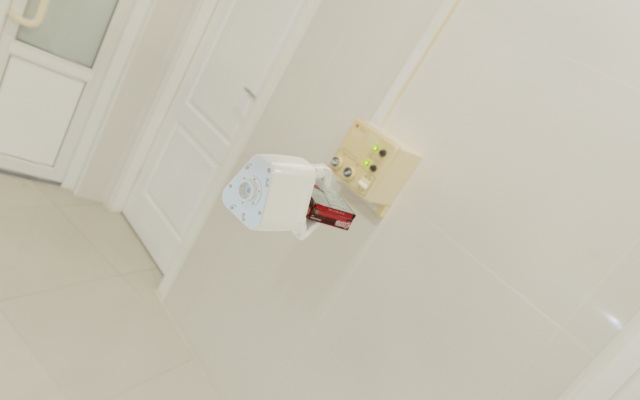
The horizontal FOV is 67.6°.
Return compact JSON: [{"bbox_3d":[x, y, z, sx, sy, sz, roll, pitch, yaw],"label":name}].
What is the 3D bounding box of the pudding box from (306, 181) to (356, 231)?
[{"bbox_3d":[0.000,0.003,0.853,0.090,0.039,0.113,18,22,-31],"label":"pudding box"}]
